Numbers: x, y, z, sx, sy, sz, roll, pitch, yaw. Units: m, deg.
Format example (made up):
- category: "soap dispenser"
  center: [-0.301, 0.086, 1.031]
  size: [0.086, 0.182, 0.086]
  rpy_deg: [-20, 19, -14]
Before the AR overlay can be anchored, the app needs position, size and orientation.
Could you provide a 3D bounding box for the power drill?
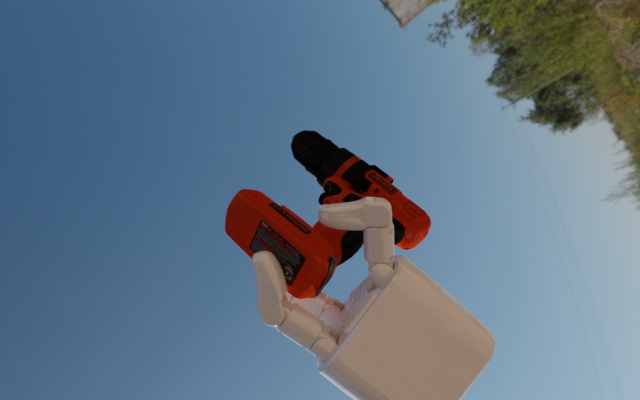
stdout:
- category: "power drill"
  center: [0.000, 0.002, 0.466]
  size: [0.184, 0.057, 0.187]
  rpy_deg: [38, 37, 20]
